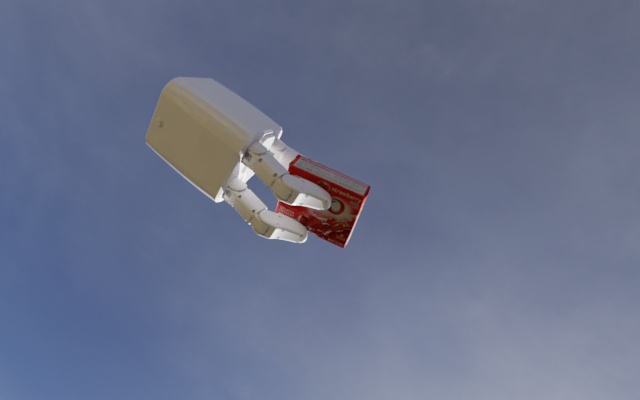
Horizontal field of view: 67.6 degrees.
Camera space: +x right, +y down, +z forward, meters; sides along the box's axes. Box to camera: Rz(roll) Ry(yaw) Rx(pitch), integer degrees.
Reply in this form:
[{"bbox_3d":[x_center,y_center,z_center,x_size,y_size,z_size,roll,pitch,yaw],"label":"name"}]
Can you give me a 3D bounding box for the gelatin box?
[{"bbox_3d":[0.001,0.002,0.521,0.089,0.073,0.030,24,34,6],"label":"gelatin box"}]
